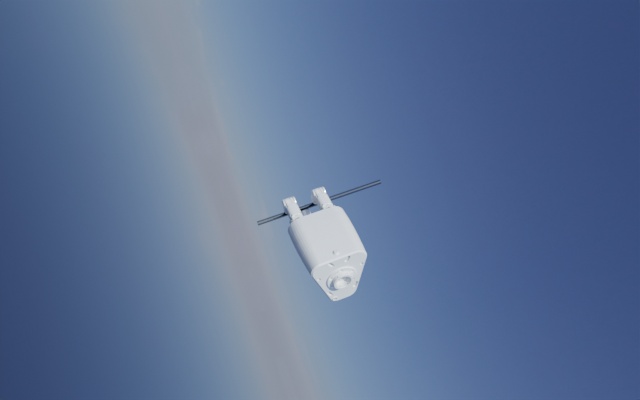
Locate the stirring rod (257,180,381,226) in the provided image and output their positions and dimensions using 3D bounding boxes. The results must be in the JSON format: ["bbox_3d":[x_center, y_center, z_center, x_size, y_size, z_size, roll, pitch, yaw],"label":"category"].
[{"bbox_3d":[0.000,0.003,0.872,0.239,0.011,0.011,-19,4,-11],"label":"stirring rod"}]
